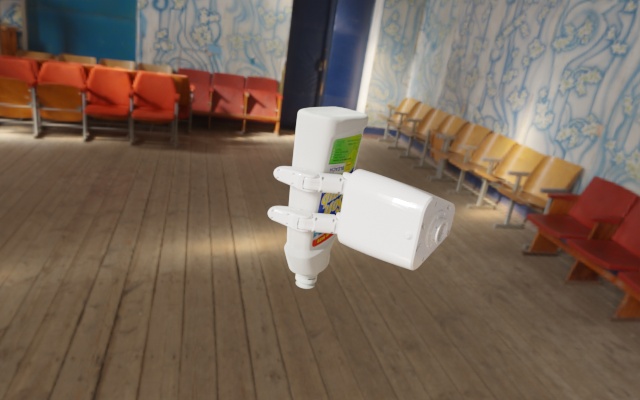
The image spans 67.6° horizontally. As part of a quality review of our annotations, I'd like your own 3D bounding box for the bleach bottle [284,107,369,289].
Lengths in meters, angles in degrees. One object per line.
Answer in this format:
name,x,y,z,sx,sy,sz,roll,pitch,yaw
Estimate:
bleach bottle,0.000,0.002,0.659,0.068,0.251,0.102,21,23,32
